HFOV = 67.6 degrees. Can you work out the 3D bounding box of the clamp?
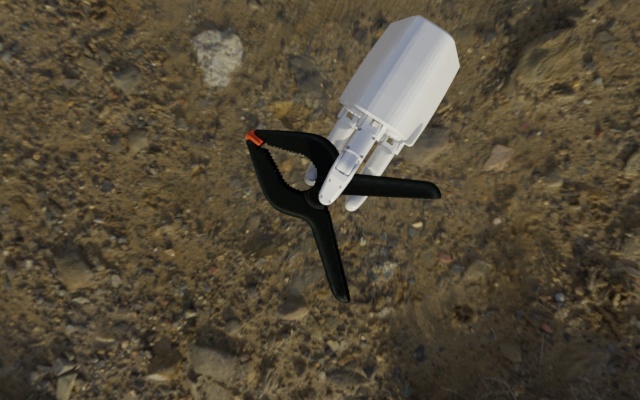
[{"bbox_3d":[0.000,0.001,0.519,0.210,0.164,0.036,33,9,1],"label":"clamp"}]
